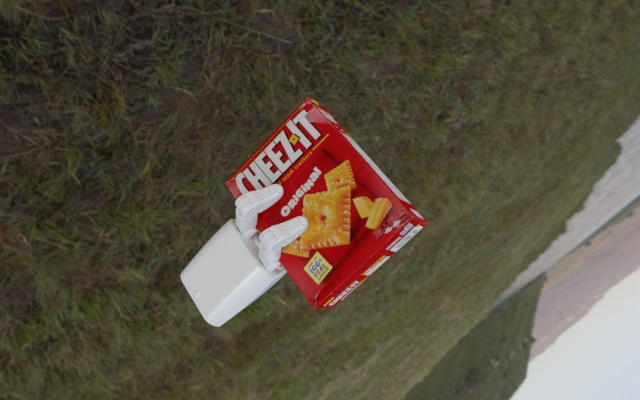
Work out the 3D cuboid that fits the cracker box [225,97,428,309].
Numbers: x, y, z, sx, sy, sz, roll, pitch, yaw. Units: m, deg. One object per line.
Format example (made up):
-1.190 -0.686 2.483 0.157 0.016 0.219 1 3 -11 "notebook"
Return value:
0.000 0.002 0.605 0.164 0.213 0.072 -44 -23 12 "cracker box"
